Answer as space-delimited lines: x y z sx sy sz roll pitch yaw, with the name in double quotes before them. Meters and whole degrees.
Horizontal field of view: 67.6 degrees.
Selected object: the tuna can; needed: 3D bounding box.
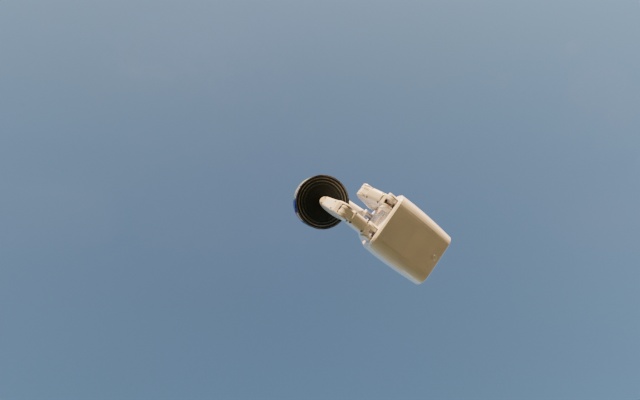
"tuna can" 0.000 0.002 0.760 0.086 0.086 0.034 0 0 -13
